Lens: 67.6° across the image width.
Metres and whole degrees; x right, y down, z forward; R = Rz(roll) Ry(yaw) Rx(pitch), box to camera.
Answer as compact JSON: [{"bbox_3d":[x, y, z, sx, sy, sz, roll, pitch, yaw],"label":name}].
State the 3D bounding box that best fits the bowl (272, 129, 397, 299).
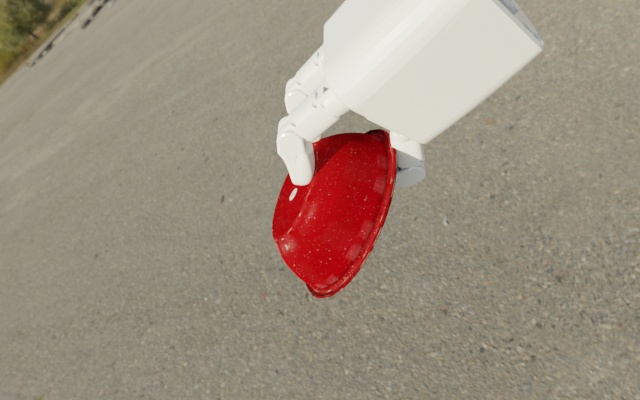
[{"bbox_3d":[-0.001,0.002,0.426,0.055,0.162,0.162,21,-7,-18],"label":"bowl"}]
